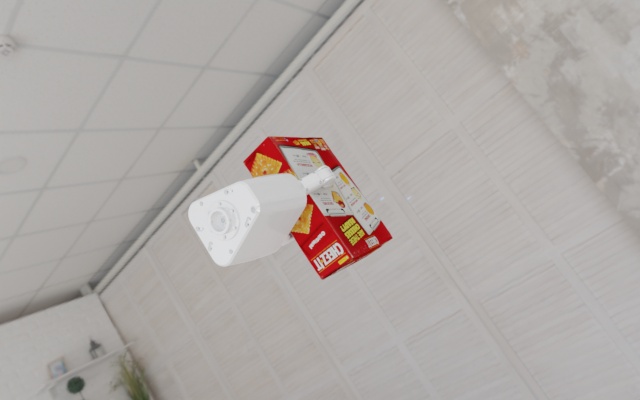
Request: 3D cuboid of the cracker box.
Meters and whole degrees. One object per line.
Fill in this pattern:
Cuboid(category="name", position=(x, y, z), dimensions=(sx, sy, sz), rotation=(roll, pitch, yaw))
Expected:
Cuboid(category="cracker box", position=(0.000, 0.002, 0.743), dimensions=(0.072, 0.213, 0.164), rotation=(-40, -13, 26))
